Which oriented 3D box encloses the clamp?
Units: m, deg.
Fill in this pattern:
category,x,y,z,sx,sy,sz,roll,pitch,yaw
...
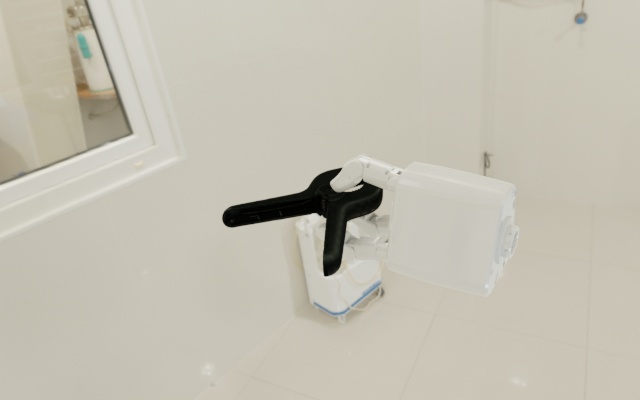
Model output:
category,x,y,z,sx,sy,sz,roll,pitch,yaw
clamp,0.001,0.001,0.567,0.164,0.036,0.210,18,37,29
